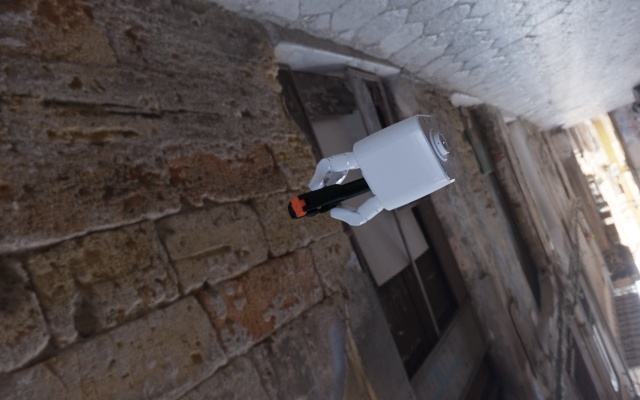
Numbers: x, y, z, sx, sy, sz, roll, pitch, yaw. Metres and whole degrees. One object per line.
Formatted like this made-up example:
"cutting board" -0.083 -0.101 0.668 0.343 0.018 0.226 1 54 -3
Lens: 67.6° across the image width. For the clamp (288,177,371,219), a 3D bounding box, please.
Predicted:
"clamp" 0.000 0.003 0.767 0.164 0.036 0.210 -26 -5 30
